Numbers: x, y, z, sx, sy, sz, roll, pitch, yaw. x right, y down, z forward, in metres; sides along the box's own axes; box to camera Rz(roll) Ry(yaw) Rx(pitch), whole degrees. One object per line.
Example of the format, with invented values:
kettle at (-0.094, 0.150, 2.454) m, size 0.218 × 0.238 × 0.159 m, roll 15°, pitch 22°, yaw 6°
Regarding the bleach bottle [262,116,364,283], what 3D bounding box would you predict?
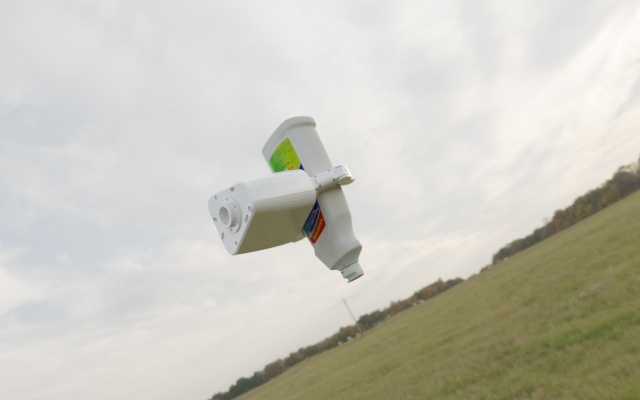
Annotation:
bleach bottle at (0.000, 0.002, 0.721) m, size 0.068 × 0.250 × 0.103 m, roll -13°, pitch -21°, yaw -43°
